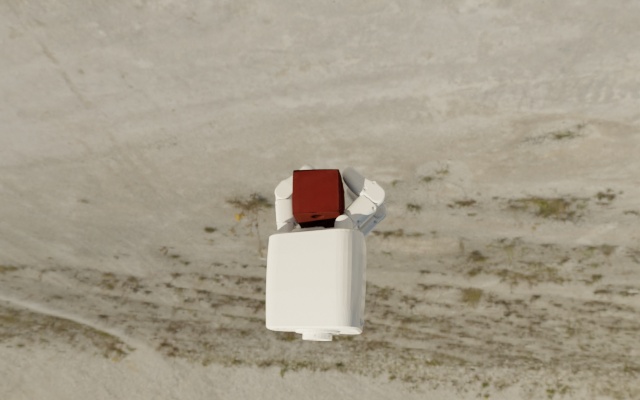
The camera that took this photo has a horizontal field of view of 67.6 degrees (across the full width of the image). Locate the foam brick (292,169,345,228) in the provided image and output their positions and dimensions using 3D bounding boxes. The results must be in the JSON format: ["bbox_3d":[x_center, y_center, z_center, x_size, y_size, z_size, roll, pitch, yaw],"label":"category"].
[{"bbox_3d":[0.000,0.002,0.549,0.053,0.051,0.078,-2,-19,8],"label":"foam brick"}]
